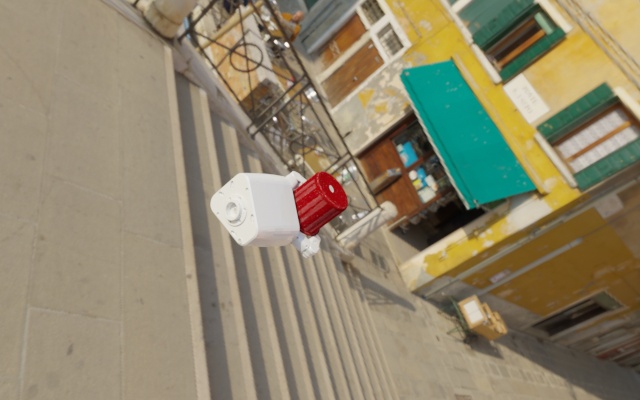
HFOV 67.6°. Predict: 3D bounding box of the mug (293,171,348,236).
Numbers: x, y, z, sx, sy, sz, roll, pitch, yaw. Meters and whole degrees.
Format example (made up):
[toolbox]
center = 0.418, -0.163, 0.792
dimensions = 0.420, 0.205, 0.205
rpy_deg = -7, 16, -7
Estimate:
[mug]
center = 0.001, 0.003, 0.849
dimensions = 0.081, 0.093, 0.117
rpy_deg = -37, -19, 27
